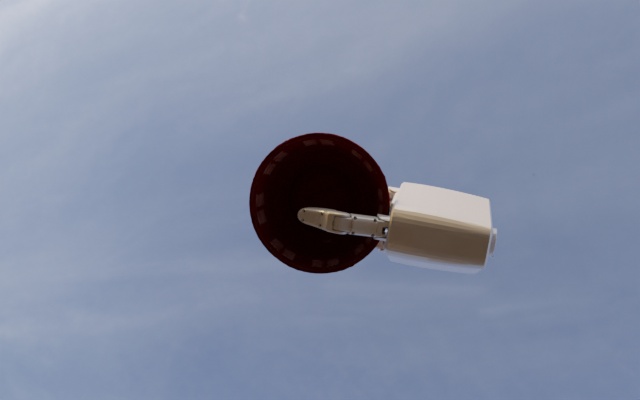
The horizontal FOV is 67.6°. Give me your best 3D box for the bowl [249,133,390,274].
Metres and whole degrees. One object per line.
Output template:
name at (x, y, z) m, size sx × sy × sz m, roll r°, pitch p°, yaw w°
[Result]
bowl at (-0.001, 0.001, 0.567) m, size 0.162 × 0.162 × 0.055 m, roll 0°, pitch 6°, yaw 5°
